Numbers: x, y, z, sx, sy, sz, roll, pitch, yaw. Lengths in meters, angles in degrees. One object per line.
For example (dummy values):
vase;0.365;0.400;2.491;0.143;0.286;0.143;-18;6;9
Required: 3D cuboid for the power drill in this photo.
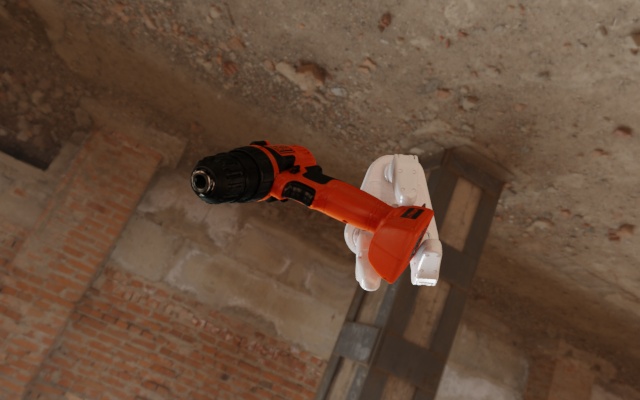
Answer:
power drill;0.001;0.002;0.434;0.187;0.057;0.184;28;20;17
